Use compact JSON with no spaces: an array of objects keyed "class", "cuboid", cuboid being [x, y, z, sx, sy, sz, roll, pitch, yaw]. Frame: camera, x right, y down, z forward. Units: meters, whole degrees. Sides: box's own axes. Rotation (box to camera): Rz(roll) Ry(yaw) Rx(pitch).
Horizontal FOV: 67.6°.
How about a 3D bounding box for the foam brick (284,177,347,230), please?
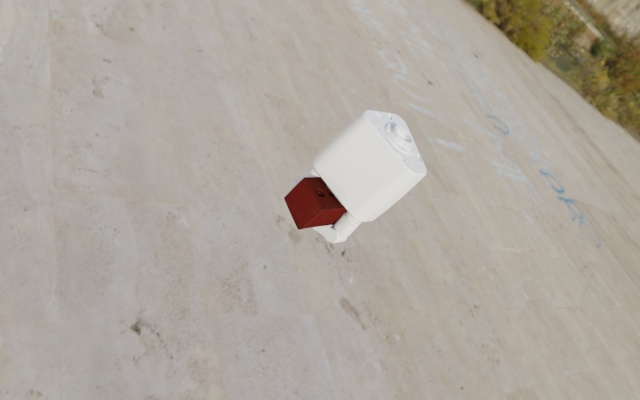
[{"class":"foam brick","cuboid":[0.000,0.002,0.656,0.078,0.053,0.051,-5,-29,-48]}]
